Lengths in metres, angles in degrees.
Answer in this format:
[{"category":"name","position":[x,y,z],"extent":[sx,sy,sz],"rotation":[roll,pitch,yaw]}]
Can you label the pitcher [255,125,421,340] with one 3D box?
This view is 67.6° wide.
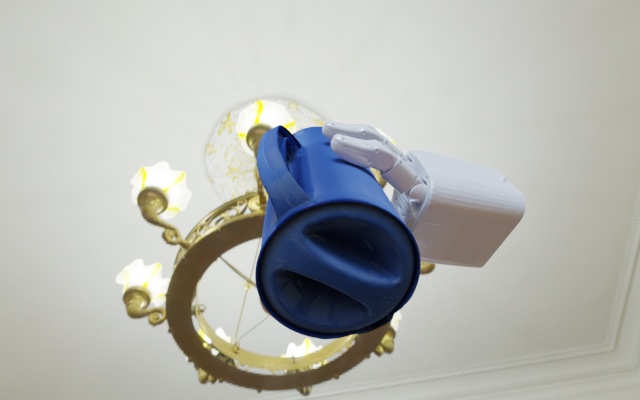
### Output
[{"category":"pitcher","position":[0.000,0.002,0.477],"extent":[0.145,0.149,0.242],"rotation":[9,25,-10]}]
